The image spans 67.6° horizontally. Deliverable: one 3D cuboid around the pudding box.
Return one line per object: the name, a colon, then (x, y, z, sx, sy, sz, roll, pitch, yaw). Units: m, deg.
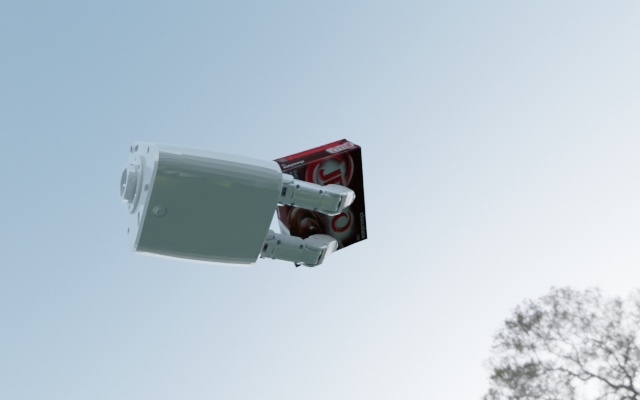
pudding box: (0.000, 0.002, 0.493, 0.090, 0.114, 0.039, -19, 33, -21)
